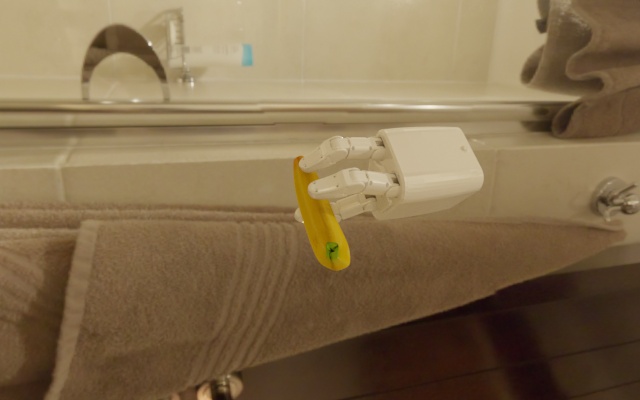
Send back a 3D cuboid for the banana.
[{"bbox_3d":[0.001,0.019,0.543,0.037,0.070,0.197,-9,33,-11],"label":"banana"}]
